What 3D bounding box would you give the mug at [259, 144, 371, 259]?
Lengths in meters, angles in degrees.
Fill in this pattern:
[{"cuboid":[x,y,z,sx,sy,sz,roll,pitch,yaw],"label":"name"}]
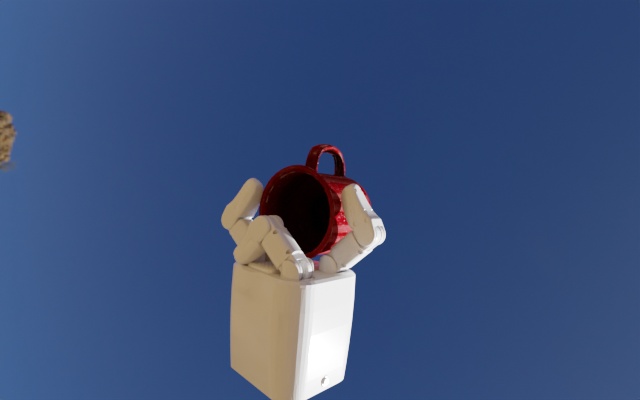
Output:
[{"cuboid":[0.000,0.000,0.485,0.093,0.117,0.081,9,4,36],"label":"mug"}]
